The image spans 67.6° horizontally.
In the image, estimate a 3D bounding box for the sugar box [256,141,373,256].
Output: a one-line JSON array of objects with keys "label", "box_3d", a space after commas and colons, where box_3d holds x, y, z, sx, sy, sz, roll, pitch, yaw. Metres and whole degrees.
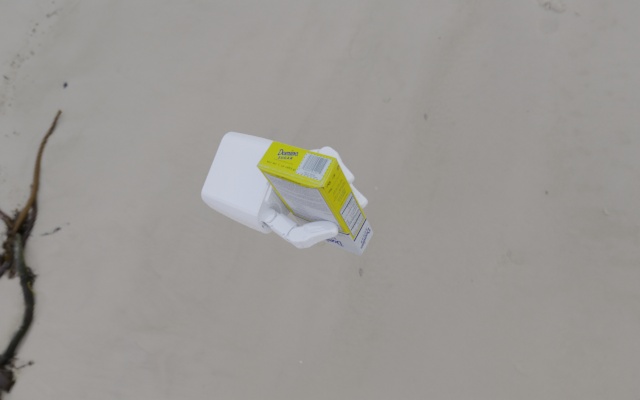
[{"label": "sugar box", "box_3d": [0.000, 0.001, 0.600, 0.093, 0.048, 0.176, 19, -20, 30]}]
